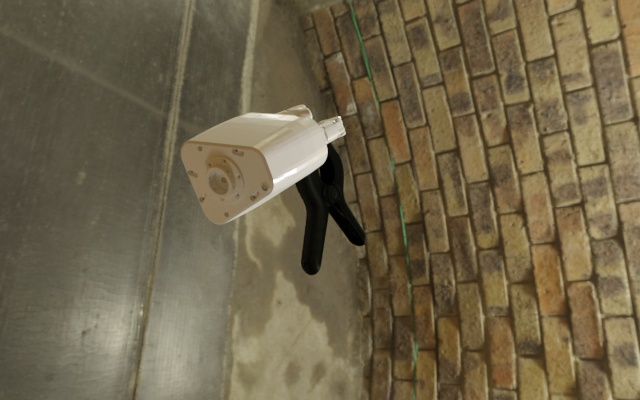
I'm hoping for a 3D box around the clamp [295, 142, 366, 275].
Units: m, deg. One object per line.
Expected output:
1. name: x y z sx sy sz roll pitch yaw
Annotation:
1. clamp: 0.001 0.002 0.577 0.039 0.171 0.120 -10 17 34
